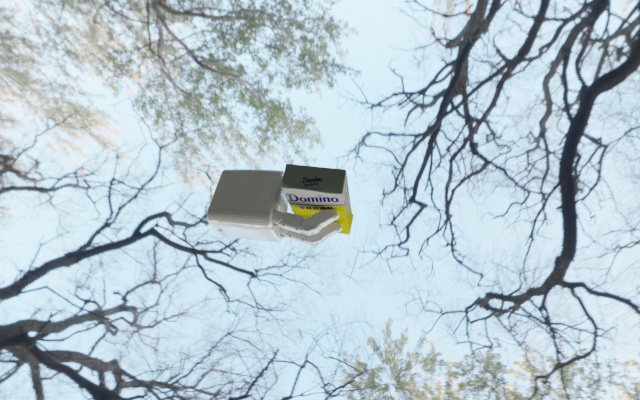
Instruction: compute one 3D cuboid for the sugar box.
[{"bbox_3d":[0.000,0.003,0.763,0.093,0.048,0.176,6,-20,11],"label":"sugar box"}]
